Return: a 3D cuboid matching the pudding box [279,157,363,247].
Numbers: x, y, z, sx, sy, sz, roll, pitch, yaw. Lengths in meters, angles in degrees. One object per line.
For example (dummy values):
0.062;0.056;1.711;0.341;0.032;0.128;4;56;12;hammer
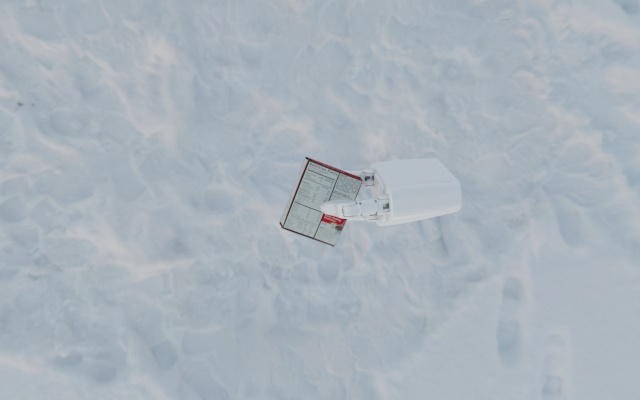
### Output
0.000;0.002;0.713;0.090;0.113;0.039;21;6;-11;pudding box
